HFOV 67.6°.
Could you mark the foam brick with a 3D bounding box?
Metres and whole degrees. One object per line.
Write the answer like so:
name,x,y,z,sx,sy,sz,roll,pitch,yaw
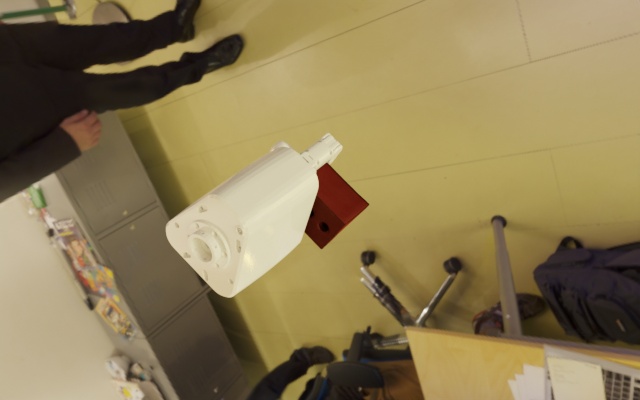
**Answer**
foam brick,0.000,0.002,0.508,0.051,0.078,0.053,-40,-7,-48
